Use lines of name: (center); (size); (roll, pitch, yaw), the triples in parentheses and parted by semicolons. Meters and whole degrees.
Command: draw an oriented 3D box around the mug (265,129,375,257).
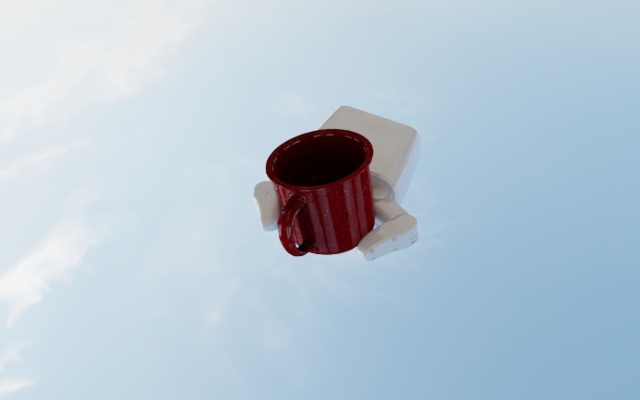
mug: (0.000, 0.002, 0.419); (0.093, 0.082, 0.117); (9, 42, 26)
